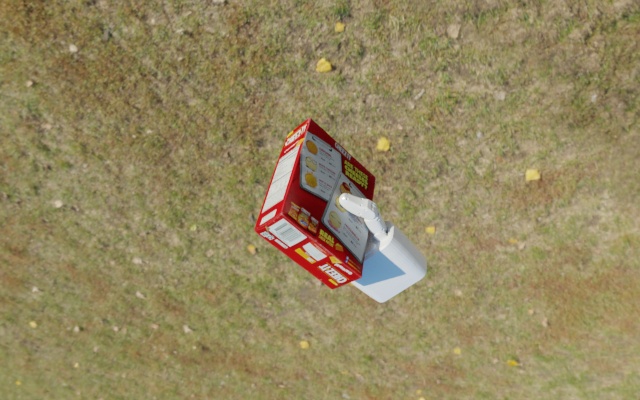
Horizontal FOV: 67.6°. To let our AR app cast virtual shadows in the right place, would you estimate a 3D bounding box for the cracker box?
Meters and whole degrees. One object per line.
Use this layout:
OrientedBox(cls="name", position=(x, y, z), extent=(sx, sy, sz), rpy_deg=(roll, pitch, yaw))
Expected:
OrientedBox(cls="cracker box", position=(0.000, 0.002, 0.737), extent=(0.072, 0.213, 0.164), rpy_deg=(-30, -58, 36))
